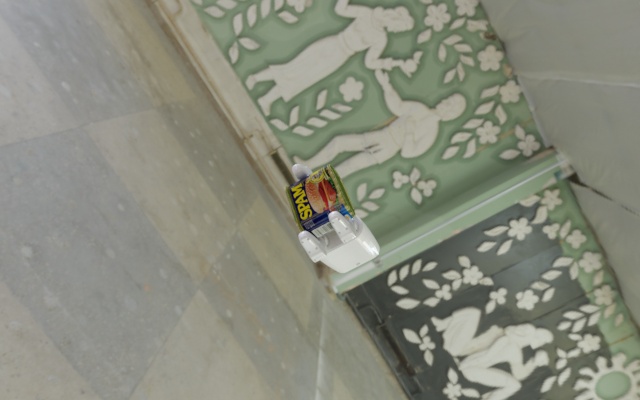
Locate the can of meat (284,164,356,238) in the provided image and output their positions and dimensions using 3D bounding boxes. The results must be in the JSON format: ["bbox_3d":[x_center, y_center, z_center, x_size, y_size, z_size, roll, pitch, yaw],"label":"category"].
[{"bbox_3d":[0.000,0.002,0.754,0.084,0.102,0.057,-29,-38,10],"label":"can of meat"}]
